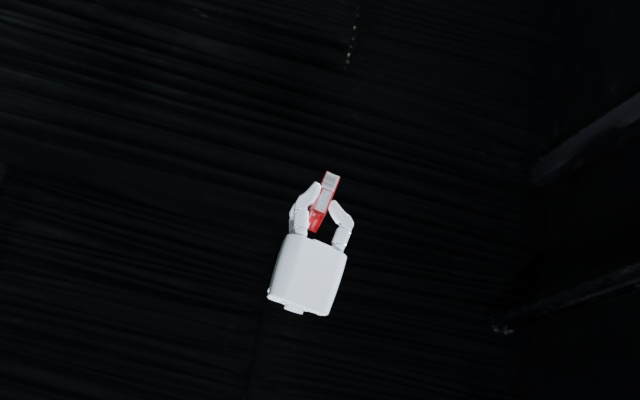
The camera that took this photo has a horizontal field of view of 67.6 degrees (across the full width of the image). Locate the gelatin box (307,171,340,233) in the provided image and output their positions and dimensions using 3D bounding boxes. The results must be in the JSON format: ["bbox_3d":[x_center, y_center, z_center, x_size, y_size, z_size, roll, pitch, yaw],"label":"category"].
[{"bbox_3d":[0.001,0.003,0.859,0.030,0.089,0.073,24,-31,-2],"label":"gelatin box"}]
